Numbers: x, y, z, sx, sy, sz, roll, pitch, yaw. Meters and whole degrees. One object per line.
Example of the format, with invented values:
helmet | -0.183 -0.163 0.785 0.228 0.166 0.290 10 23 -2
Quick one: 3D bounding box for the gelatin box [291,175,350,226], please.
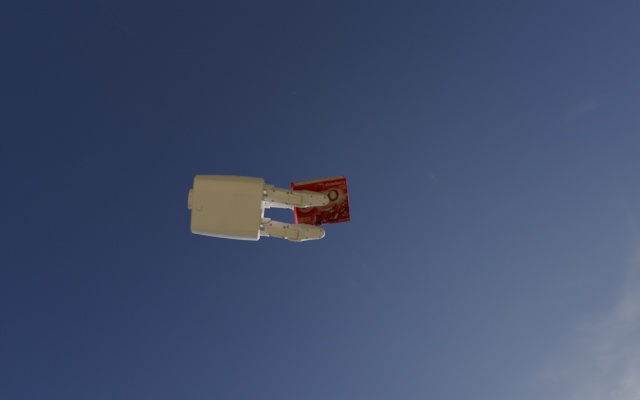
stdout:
gelatin box | 0.000 0.002 0.770 0.089 0.073 0.030 -9 15 -10
